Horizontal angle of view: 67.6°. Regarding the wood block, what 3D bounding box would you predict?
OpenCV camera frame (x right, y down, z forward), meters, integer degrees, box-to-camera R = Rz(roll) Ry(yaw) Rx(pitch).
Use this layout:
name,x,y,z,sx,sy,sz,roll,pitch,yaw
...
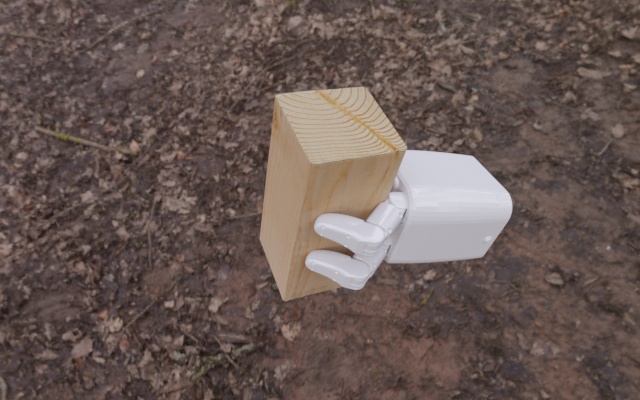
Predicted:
name,x,y,z,sx,sy,sz,roll,pitch,yaw
wood block,0.000,0.001,0.475,0.090,0.090,0.206,-10,-39,-21
